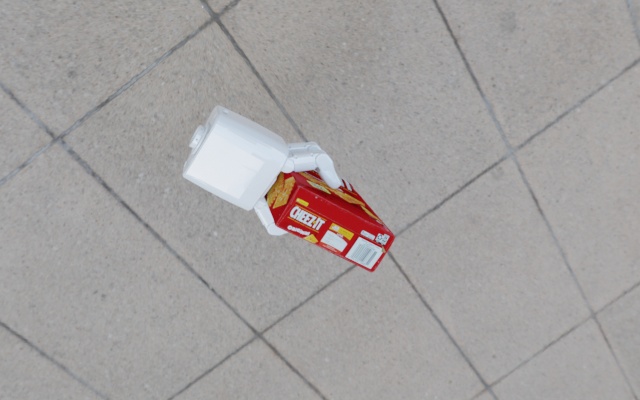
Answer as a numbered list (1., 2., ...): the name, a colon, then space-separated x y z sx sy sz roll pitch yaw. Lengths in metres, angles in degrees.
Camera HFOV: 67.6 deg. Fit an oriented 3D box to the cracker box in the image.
1. cracker box: 0.000 0.003 0.721 0.164 0.072 0.213 28 13 -22
